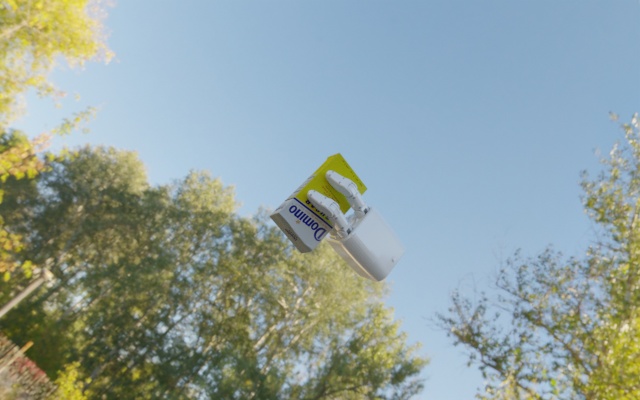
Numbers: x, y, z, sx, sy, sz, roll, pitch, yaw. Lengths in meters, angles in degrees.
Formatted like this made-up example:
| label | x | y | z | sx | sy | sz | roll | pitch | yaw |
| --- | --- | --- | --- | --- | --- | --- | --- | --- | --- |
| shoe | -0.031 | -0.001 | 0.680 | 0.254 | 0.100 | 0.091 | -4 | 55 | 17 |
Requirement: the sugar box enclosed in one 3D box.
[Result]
| label | x | y | z | sx | sy | sz | roll | pitch | yaw |
| --- | --- | --- | --- | --- | --- | --- | --- | --- | --- |
| sugar box | 0.001 | 0.003 | 0.865 | 0.176 | 0.093 | 0.048 | -48 | 16 | -31 |
